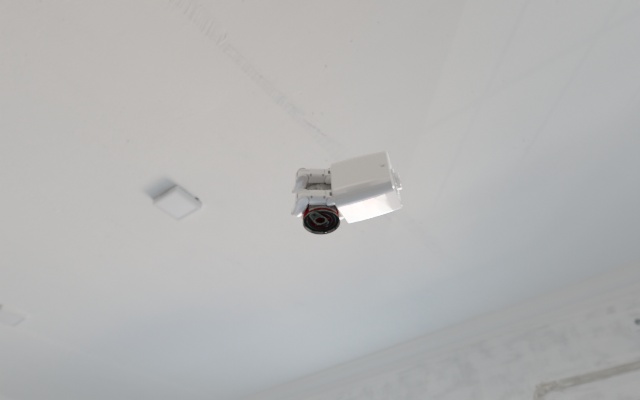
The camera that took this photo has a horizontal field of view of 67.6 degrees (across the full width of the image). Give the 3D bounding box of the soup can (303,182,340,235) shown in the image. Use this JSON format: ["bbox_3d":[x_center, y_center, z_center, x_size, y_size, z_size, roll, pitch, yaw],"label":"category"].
[{"bbox_3d":[0.000,0.003,0.887,0.068,0.102,0.069,-1,-42,-1],"label":"soup can"}]
